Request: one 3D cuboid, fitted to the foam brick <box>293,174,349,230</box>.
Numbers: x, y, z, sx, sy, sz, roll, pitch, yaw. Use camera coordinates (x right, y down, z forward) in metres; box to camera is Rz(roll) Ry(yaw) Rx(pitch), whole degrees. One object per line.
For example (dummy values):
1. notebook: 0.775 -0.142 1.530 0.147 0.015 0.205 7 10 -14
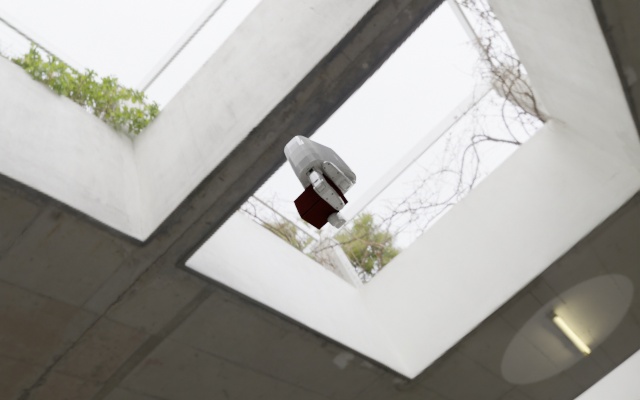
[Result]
1. foam brick: 0.000 0.003 0.852 0.053 0.078 0.051 39 12 -40
